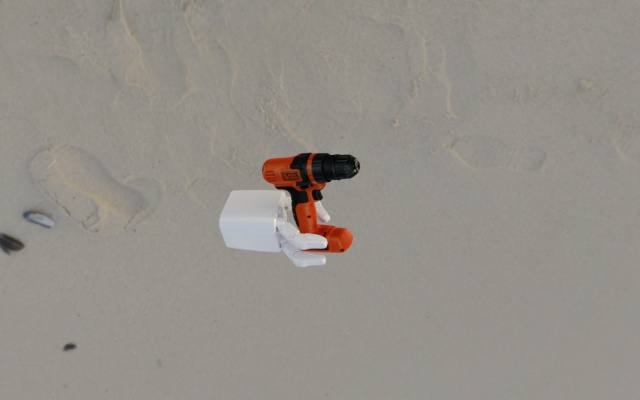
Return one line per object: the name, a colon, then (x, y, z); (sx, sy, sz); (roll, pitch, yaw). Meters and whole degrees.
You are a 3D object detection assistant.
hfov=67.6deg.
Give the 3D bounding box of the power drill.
power drill: (0.000, 0.003, 0.845); (0.184, 0.188, 0.057); (0, 30, 31)
